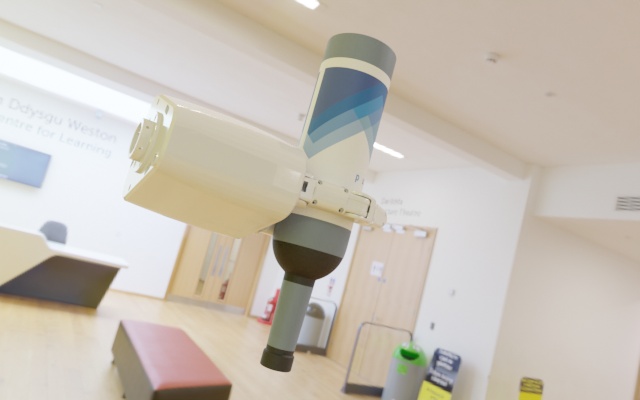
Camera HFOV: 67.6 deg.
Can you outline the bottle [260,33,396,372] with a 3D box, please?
[{"bbox_3d":[0.000,0.001,0.426,0.069,0.295,0.069,15,-8,2],"label":"bottle"}]
